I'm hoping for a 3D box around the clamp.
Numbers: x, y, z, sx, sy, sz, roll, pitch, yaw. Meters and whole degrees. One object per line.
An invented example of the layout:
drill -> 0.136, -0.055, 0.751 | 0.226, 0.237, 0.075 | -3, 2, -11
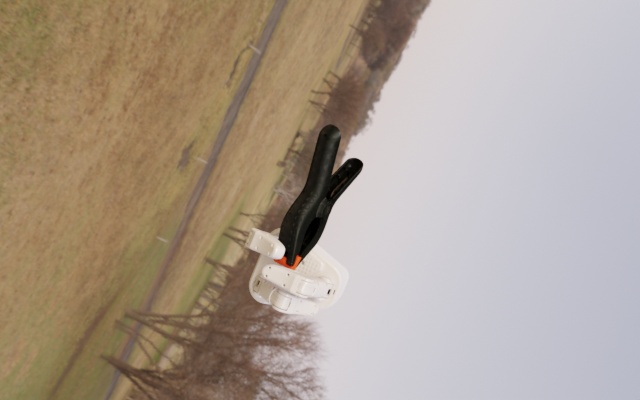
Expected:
clamp -> 0.000, 0.002, 0.576 | 0.039, 0.171, 0.120 | 28, 4, 30
